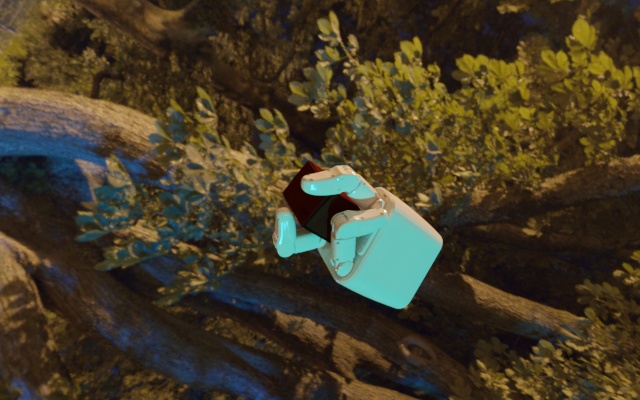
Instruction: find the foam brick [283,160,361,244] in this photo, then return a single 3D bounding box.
[{"bbox_3d":[0.000,0.002,0.546,0.051,0.053,0.078,32,15,-35],"label":"foam brick"}]
